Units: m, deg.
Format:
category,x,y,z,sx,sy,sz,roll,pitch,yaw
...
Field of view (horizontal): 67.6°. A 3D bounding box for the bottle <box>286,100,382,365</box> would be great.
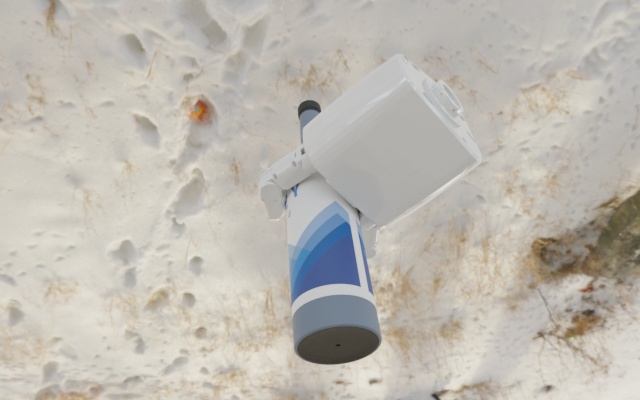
category,x,y,z,sx,sy,sz,roll,pitch,yaw
bottle,0.000,0.002,0.456,0.069,0.295,0.069,-4,-43,-3
